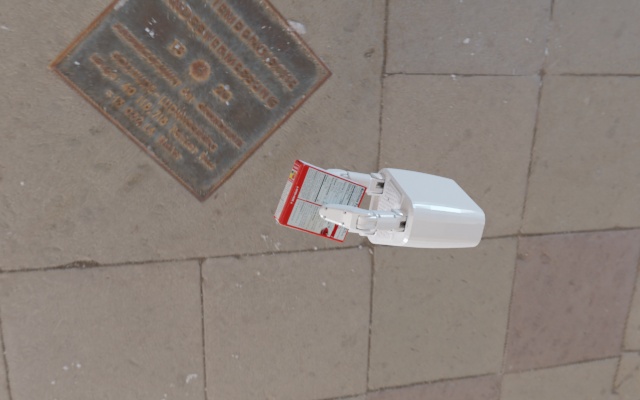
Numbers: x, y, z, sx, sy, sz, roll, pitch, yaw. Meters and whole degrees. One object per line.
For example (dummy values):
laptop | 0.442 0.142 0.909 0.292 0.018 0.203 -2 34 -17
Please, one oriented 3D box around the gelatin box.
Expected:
gelatin box | 0.000 0.002 0.552 0.089 0.073 0.030 18 8 -27
